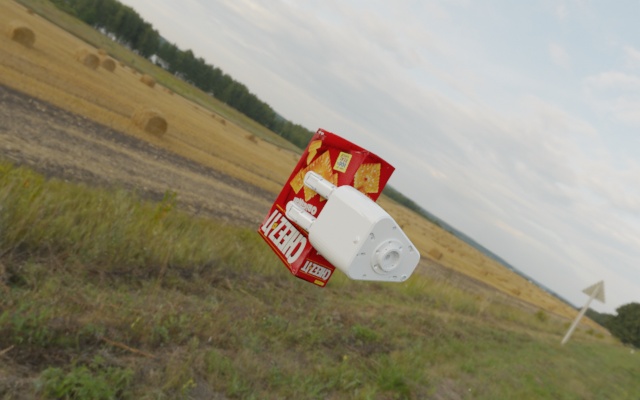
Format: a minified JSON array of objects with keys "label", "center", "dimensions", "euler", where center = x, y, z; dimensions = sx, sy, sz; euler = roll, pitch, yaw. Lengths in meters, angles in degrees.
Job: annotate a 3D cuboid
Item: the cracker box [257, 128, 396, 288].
[{"label":"cracker box","center":[0.000,0.002,0.764],"dimensions":[0.072,0.214,0.164],"euler":[28,6,-34]}]
